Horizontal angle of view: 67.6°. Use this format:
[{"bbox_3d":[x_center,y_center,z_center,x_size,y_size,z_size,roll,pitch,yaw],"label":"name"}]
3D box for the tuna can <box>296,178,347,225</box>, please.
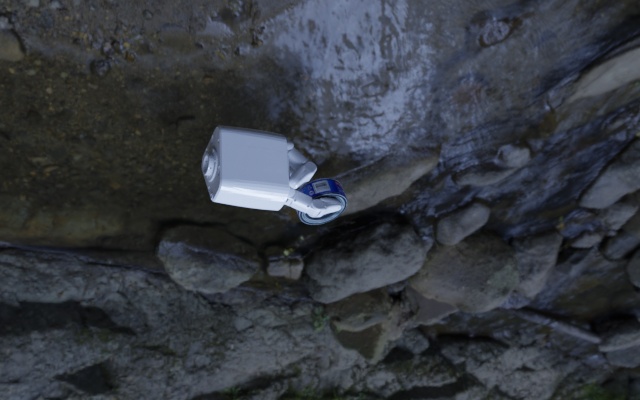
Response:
[{"bbox_3d":[0.000,0.003,0.788,0.086,0.033,0.086,-14,-35,-10],"label":"tuna can"}]
